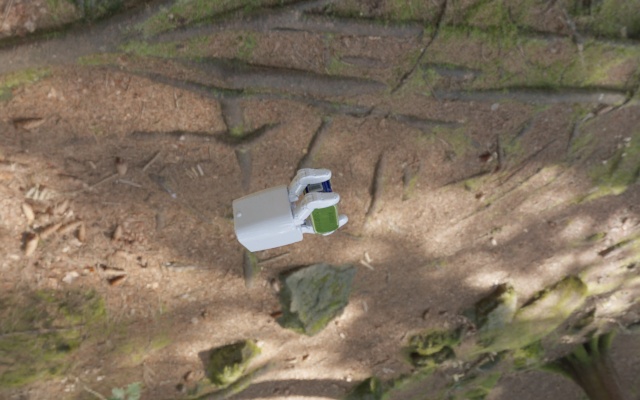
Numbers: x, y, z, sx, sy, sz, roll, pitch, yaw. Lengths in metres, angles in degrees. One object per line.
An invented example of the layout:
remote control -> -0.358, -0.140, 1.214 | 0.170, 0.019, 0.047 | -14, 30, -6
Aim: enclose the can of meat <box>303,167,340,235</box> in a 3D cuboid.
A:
can of meat -> 0.000, 0.003, 0.898 | 0.057, 0.084, 0.102 | -13, -37, -1
